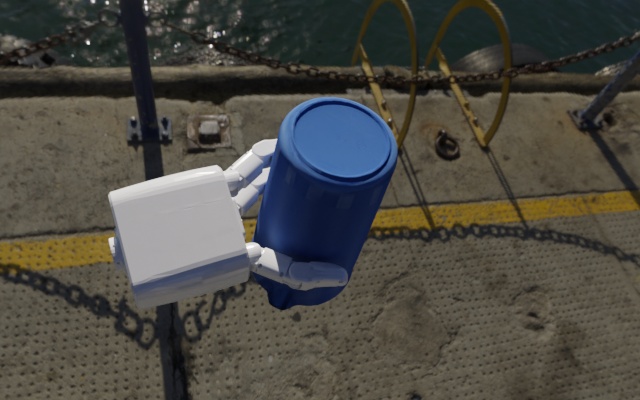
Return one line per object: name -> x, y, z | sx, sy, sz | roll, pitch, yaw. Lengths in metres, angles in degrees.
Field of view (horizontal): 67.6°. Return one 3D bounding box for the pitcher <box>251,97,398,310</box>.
pitcher -> 0.000, 0.002, 0.517 | 0.145, 0.149, 0.243 | -13, -29, -20
